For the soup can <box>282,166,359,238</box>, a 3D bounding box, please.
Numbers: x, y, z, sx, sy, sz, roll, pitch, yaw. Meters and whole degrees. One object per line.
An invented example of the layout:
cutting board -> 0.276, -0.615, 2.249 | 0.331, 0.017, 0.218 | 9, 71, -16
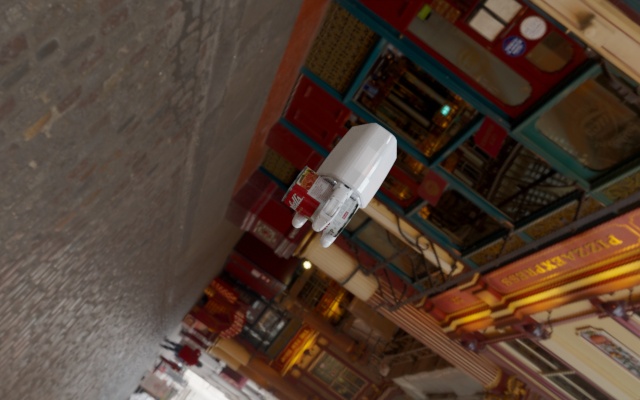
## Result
soup can -> 0.000, 0.003, 0.744 | 0.102, 0.068, 0.068 | 36, -1, -1
